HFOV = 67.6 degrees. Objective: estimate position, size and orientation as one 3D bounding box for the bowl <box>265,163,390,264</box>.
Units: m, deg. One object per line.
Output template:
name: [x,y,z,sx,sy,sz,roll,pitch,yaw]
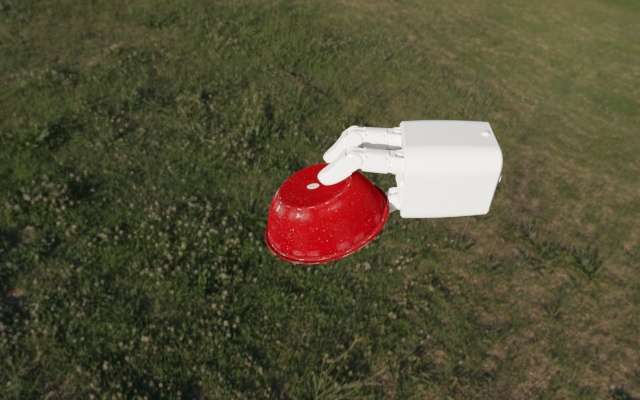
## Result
bowl: [-0.001,0.002,0.583,0.162,0.055,0.162,-13,35,9]
